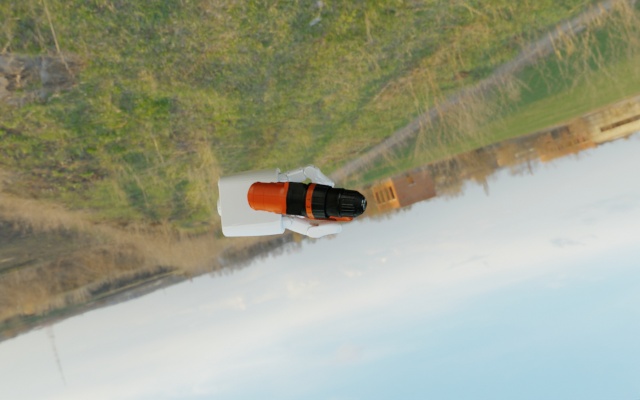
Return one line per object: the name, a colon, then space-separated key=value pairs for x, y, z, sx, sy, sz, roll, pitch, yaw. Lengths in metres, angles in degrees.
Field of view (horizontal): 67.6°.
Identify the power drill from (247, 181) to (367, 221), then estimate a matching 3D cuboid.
power drill: x=0.000 y=0.003 z=0.770 sx=0.184 sy=0.057 sz=0.187 roll=7 pitch=-3 yaw=19
